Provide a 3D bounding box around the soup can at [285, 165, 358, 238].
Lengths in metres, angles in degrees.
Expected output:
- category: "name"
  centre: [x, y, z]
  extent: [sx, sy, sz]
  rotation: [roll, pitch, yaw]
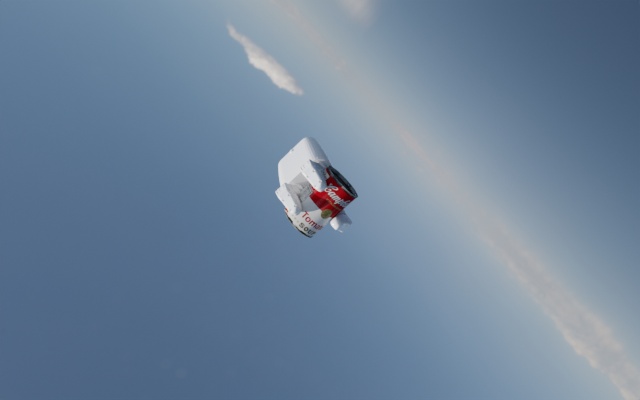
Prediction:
- category: "soup can"
  centre: [0.000, 0.003, 0.767]
  extent: [0.102, 0.068, 0.068]
  rotation: [-42, -11, 13]
